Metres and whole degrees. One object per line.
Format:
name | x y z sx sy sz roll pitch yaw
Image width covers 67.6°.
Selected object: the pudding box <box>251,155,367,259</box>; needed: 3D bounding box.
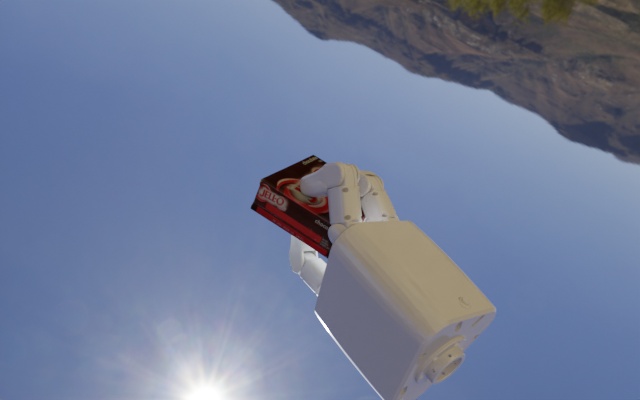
pudding box | 0.000 0.002 0.464 0.090 0.039 0.113 33 25 12
